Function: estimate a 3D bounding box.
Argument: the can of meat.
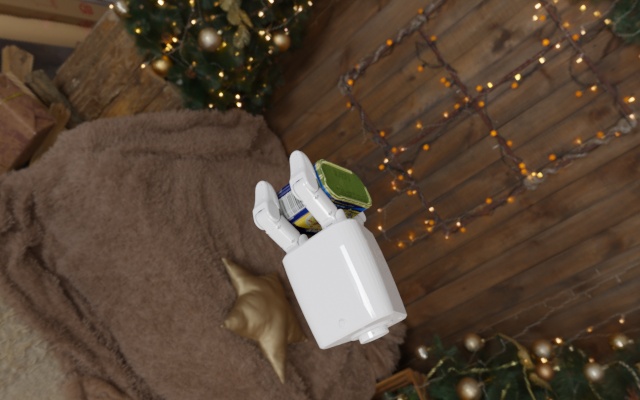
[{"bbox_3d":[0.000,0.002,0.566,0.084,0.057,0.102,-35,-27,26],"label":"can of meat"}]
